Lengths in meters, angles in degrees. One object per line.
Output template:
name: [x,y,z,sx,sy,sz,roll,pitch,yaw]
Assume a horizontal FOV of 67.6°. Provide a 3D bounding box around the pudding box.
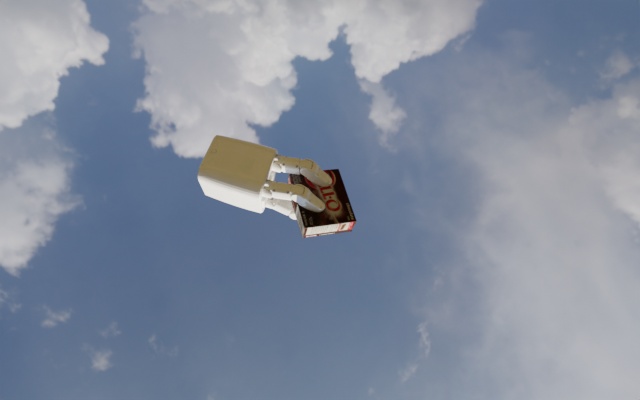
pudding box: [0.000,0.003,0.798,0.090,0.113,0.039,-7,-31,-16]
